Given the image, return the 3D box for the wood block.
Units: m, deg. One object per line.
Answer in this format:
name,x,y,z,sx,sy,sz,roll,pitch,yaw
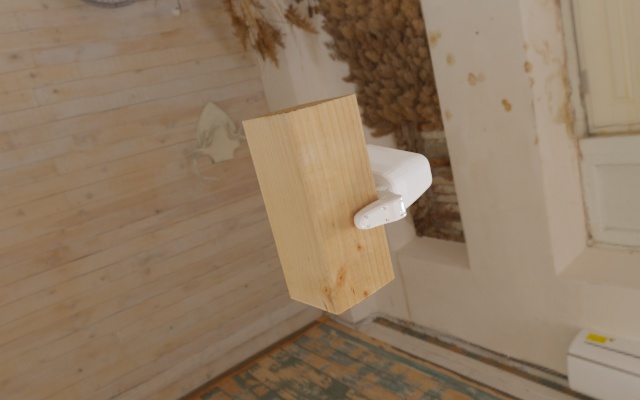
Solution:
wood block,0.001,0.002,0.511,0.090,0.206,0.091,-24,16,-35
